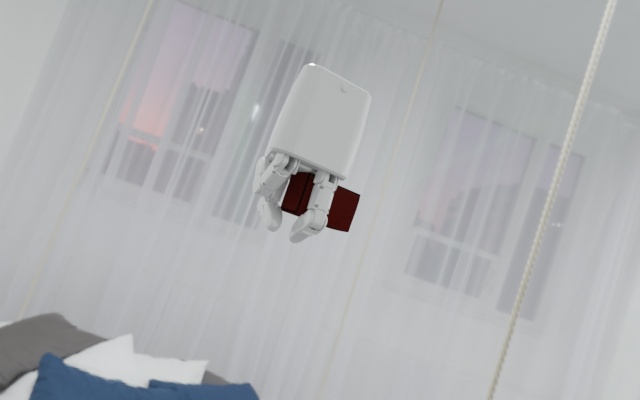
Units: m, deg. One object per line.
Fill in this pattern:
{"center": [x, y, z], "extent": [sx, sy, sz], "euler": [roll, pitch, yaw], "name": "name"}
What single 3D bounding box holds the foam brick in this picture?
{"center": [0.000, 0.002, 0.590], "extent": [0.078, 0.051, 0.053], "euler": [22, -6, -27], "name": "foam brick"}
